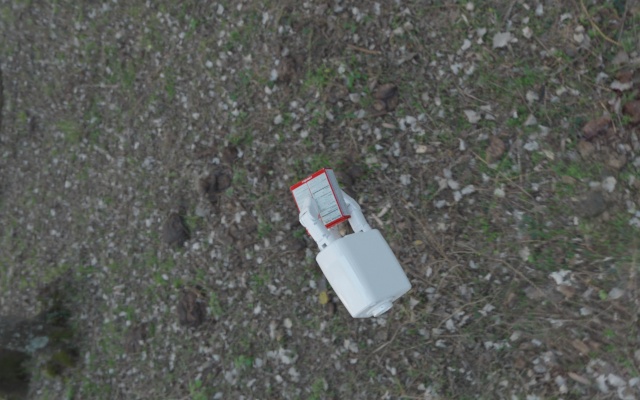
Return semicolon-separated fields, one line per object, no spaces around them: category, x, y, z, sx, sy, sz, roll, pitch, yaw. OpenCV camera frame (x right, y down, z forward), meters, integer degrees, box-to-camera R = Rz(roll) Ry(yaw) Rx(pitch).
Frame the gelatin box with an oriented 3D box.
gelatin box;0.000;0.002;0.769;0.073;0.089;0.030;-28;-13;29
